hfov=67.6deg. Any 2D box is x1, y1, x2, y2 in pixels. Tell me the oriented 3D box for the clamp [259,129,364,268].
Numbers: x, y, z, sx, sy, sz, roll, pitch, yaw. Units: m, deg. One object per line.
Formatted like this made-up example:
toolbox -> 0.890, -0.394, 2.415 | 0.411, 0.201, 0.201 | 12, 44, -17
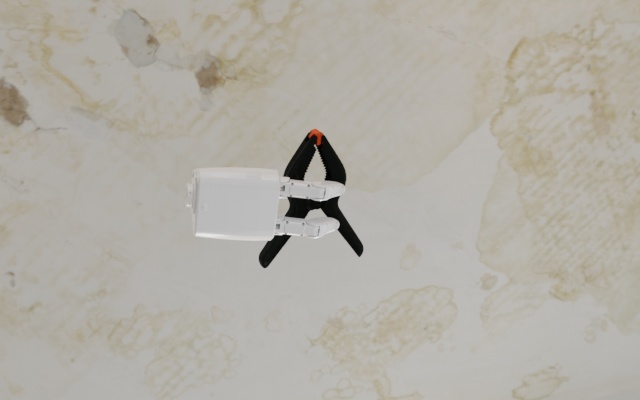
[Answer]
clamp -> 0.000, 0.002, 0.702 | 0.164, 0.210, 0.036 | 2, 18, -21
